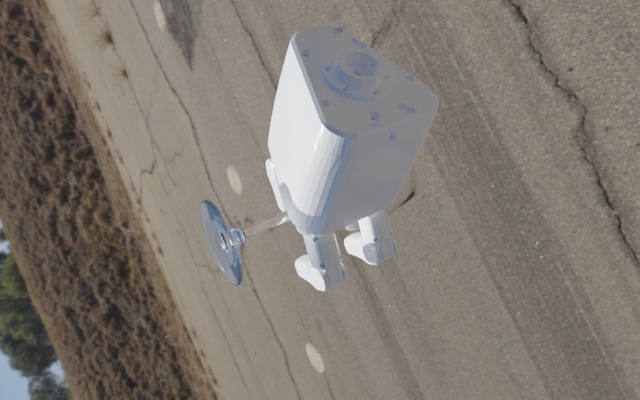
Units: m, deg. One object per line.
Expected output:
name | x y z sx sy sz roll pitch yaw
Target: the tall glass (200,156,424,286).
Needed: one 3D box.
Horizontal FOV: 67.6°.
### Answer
tall glass | -0.001 0.002 0.433 0.201 0.079 0.079 -22 11 -28
